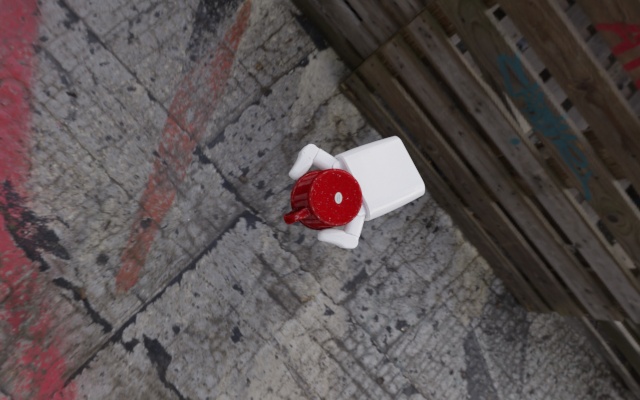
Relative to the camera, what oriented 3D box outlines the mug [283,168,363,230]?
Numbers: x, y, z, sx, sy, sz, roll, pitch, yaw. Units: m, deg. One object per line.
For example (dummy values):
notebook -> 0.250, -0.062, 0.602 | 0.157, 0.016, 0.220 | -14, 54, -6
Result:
mug -> -0.001, 0.003, 0.688 | 0.117, 0.093, 0.081 | -25, 5, -17
